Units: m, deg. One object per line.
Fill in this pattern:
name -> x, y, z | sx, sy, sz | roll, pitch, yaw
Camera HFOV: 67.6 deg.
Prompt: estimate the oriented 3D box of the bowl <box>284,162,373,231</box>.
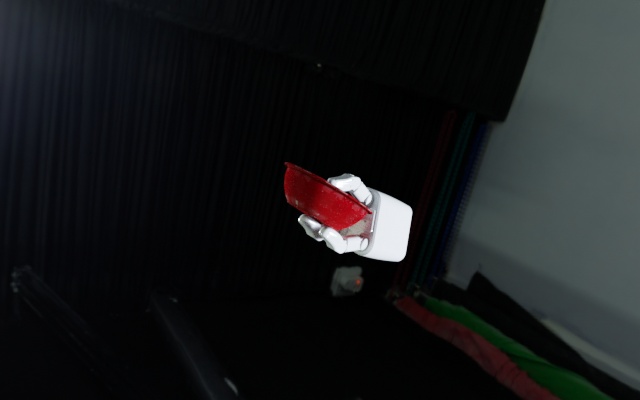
bowl -> -0.001, 0.002, 0.763 | 0.162, 0.055, 0.162 | 30, -3, 2
